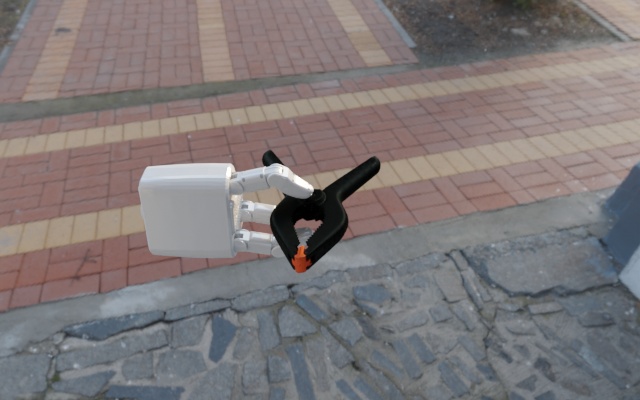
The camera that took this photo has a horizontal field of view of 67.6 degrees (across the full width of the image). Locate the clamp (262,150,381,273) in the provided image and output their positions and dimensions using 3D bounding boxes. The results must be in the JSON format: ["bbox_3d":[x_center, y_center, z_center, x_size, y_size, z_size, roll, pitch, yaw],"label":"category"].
[{"bbox_3d":[0.000,0.002,0.600,0.164,0.036,0.209,-1,41,1],"label":"clamp"}]
